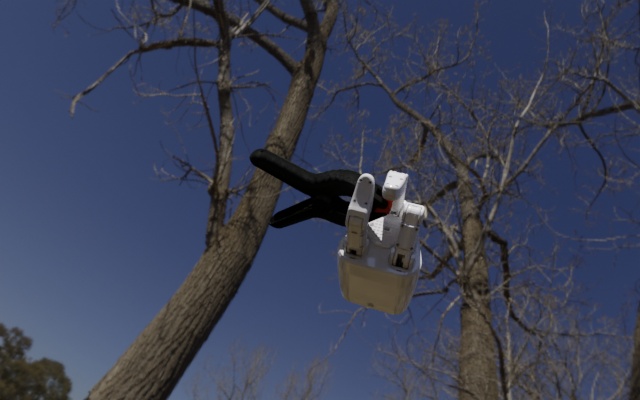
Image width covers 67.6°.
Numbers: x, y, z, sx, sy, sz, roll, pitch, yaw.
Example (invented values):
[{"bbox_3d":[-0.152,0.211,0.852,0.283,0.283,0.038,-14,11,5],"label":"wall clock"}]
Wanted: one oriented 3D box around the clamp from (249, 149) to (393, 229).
[{"bbox_3d":[0.000,0.001,0.573,0.171,0.039,0.120,15,-38,14],"label":"clamp"}]
